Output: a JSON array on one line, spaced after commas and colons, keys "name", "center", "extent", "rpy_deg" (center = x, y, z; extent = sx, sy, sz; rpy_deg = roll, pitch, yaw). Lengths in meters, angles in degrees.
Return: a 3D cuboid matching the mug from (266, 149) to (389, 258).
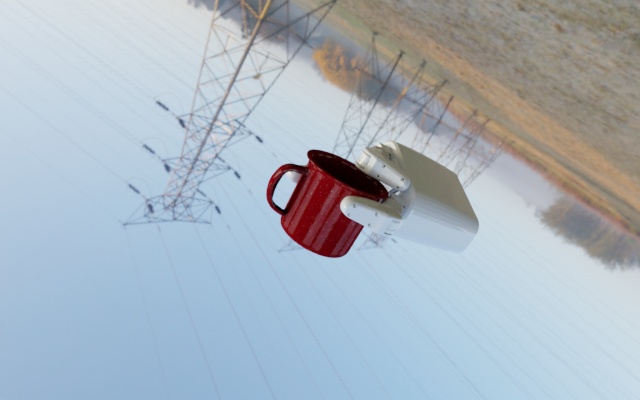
[{"name": "mug", "center": [-0.001, 0.001, 0.487], "extent": [0.117, 0.081, 0.093], "rpy_deg": [19, 21, -26]}]
